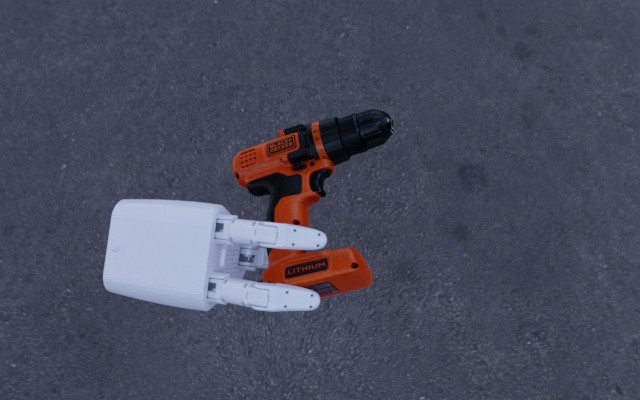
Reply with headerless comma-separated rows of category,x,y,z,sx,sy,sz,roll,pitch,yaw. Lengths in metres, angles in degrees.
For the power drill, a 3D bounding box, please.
power drill,0.000,0.002,0.492,0.184,0.187,0.057,-18,-32,15
